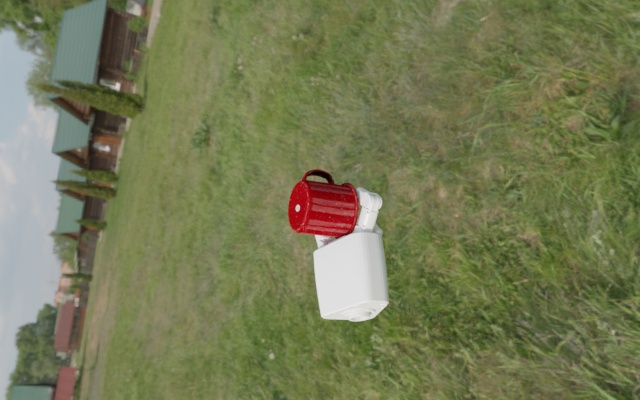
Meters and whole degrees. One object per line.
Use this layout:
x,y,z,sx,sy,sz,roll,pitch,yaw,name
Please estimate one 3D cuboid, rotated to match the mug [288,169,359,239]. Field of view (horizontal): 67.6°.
0.000,0.001,0.741,0.081,0.117,0.093,7,-29,-25,mug
